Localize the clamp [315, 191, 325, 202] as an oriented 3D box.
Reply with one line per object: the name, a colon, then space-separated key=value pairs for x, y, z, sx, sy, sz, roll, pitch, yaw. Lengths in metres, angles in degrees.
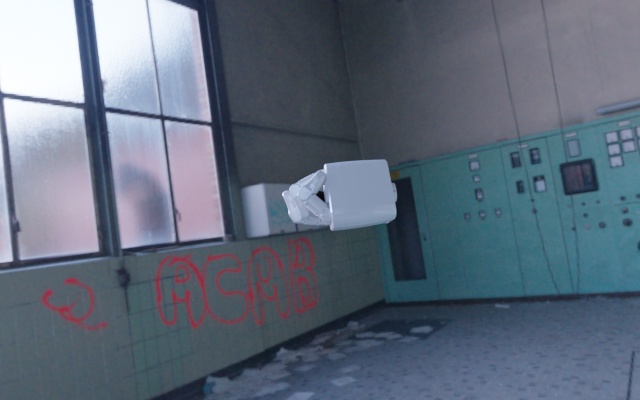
clamp: x=0.000 y=0.002 z=0.899 sx=0.120 sy=0.039 sz=0.171 roll=-5 pitch=-4 yaw=-1
